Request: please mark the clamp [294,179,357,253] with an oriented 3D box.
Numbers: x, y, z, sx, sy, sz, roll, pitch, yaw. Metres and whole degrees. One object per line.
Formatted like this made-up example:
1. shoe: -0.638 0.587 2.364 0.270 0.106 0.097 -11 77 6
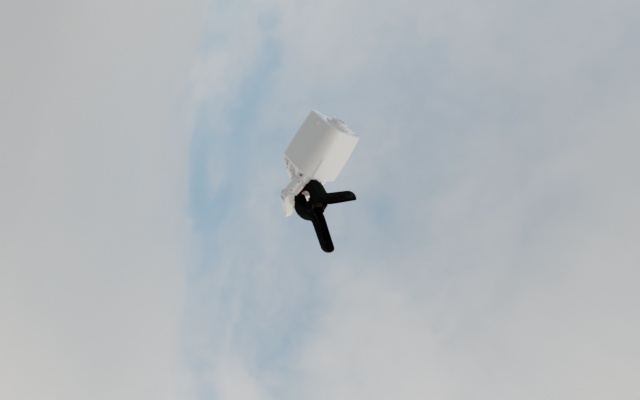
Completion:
1. clamp: 0.000 0.003 0.897 0.039 0.120 0.171 16 24 -45
